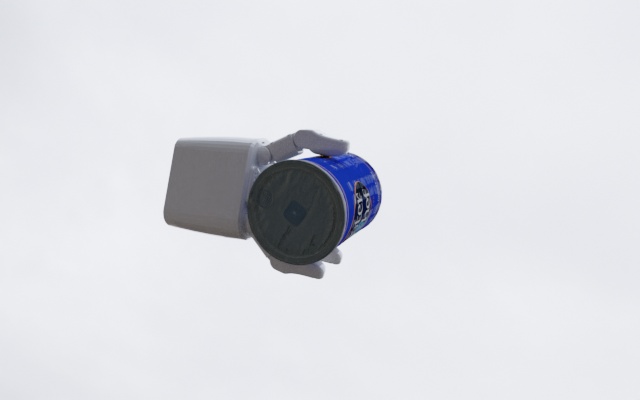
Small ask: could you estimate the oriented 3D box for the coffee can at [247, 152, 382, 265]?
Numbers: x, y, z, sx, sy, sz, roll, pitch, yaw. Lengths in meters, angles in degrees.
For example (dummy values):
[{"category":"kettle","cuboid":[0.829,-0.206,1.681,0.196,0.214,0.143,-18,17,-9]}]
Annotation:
[{"category":"coffee can","cuboid":[0.000,0.002,0.517,0.103,0.103,0.140,0,9,22]}]
